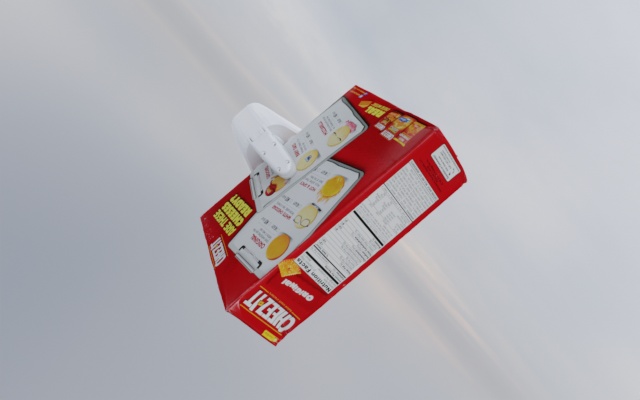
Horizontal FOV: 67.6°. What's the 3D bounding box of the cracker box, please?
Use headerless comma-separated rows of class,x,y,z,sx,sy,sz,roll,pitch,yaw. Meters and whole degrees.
cracker box,0.000,0.001,0.439,0.072,0.213,0.164,48,2,-31
